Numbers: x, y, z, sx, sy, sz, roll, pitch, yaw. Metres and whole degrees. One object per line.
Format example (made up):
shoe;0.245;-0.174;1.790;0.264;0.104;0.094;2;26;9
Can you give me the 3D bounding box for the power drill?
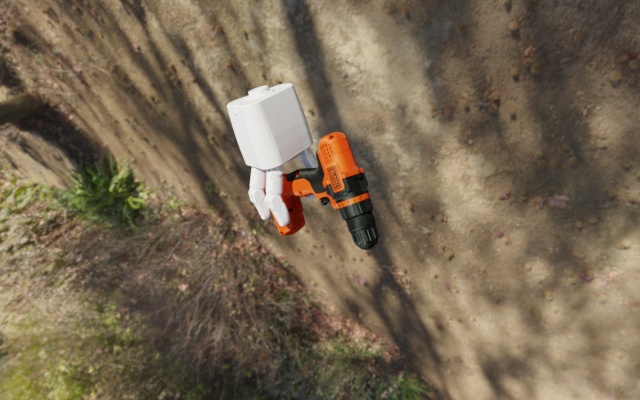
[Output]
power drill;0.000;0.002;0.771;0.188;0.184;0.057;-19;-2;43
